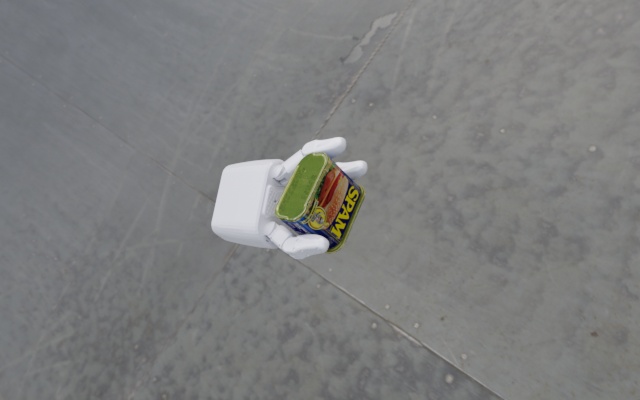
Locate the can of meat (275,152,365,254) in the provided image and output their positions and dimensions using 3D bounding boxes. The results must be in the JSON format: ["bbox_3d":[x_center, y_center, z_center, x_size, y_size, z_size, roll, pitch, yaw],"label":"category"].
[{"bbox_3d":[0.000,0.002,0.598,0.057,0.102,0.084,5,-27,44],"label":"can of meat"}]
